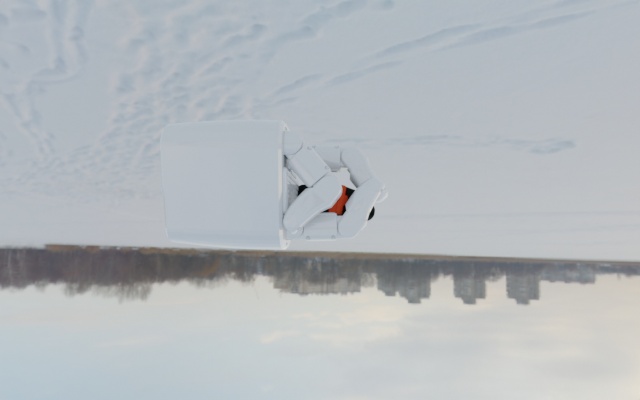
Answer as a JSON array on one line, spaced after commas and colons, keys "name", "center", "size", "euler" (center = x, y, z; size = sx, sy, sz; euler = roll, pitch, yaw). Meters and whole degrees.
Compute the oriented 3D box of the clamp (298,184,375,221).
[{"name": "clamp", "center": [0.000, 0.002, 0.512], "size": [0.120, 0.039, 0.171], "euler": [1, -6, 5]}]
